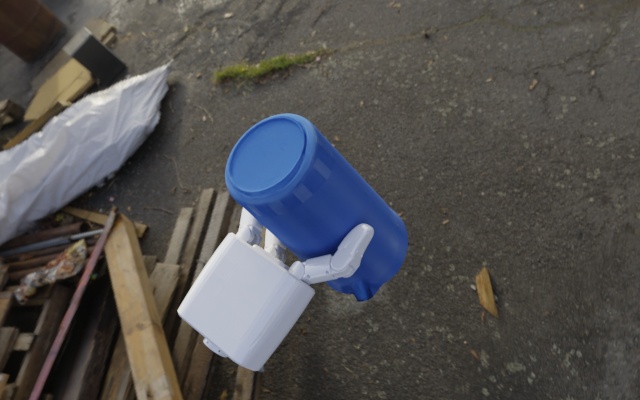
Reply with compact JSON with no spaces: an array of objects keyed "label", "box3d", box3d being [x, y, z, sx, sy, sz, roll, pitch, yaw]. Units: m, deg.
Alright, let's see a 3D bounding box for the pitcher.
[{"label":"pitcher","box3d":[0.000,0.002,0.563,0.149,0.145,0.243,28,-12,39]}]
